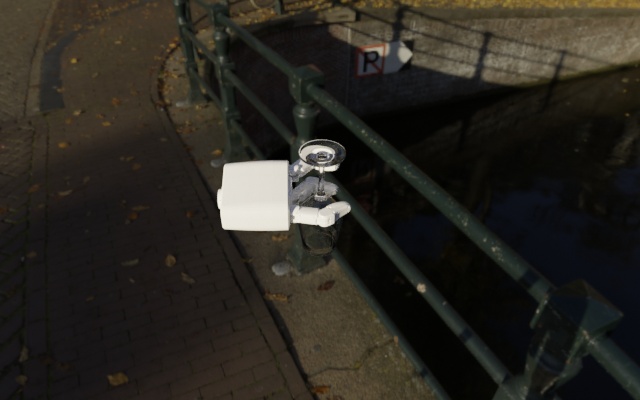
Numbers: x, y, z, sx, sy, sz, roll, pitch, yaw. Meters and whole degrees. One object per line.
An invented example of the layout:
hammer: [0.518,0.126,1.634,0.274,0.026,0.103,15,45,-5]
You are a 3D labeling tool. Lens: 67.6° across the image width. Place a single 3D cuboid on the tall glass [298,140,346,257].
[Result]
tall glass: [0.000,0.002,0.798,0.079,0.201,0.079,1,40,-1]
